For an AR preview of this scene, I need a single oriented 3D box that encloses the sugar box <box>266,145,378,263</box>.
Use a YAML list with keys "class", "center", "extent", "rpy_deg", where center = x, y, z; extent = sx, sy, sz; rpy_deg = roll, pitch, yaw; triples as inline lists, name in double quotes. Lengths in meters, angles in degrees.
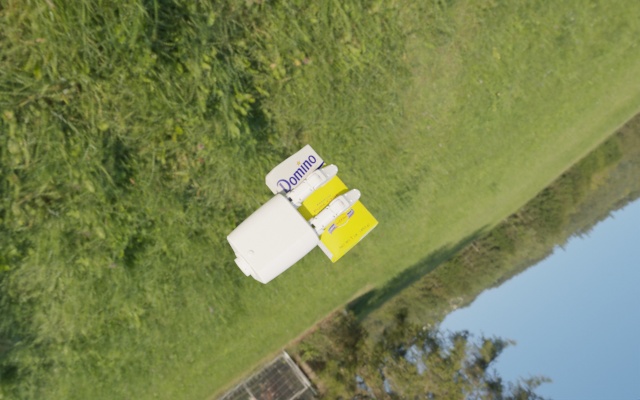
- class: "sugar box"
  center: [0.000, 0.003, 0.774]
  extent: [0.093, 0.176, 0.048]
  rpy_deg: [-38, -10, -17]
